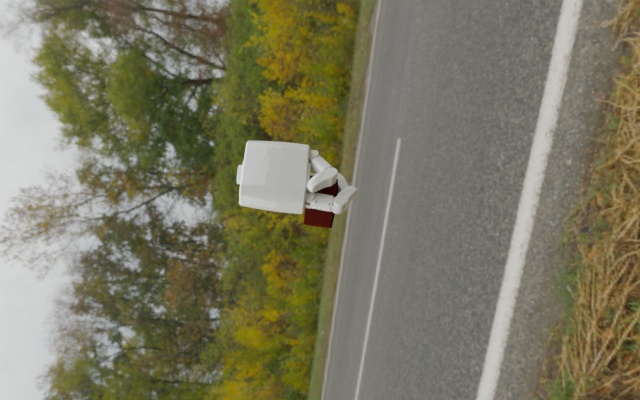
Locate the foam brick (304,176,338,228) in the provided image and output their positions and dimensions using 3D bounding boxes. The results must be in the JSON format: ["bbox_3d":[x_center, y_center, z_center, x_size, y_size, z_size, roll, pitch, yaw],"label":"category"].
[{"bbox_3d":[0.000,0.003,0.835,0.051,0.053,0.078,5,-42,-5],"label":"foam brick"}]
